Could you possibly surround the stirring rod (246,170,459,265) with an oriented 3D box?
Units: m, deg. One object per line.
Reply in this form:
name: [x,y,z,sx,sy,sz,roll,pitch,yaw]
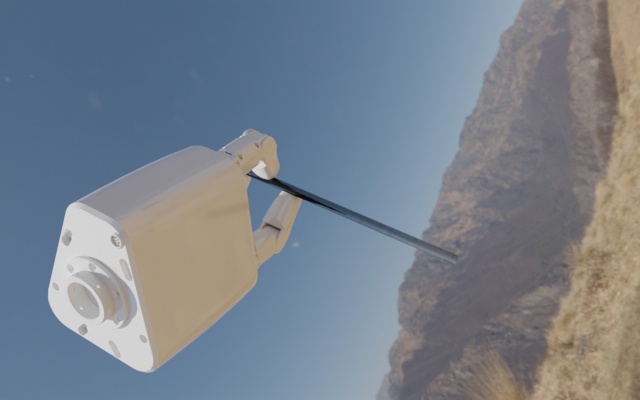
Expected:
stirring rod: [0.000,0.001,0.406,0.239,0.011,0.011,23,7,17]
